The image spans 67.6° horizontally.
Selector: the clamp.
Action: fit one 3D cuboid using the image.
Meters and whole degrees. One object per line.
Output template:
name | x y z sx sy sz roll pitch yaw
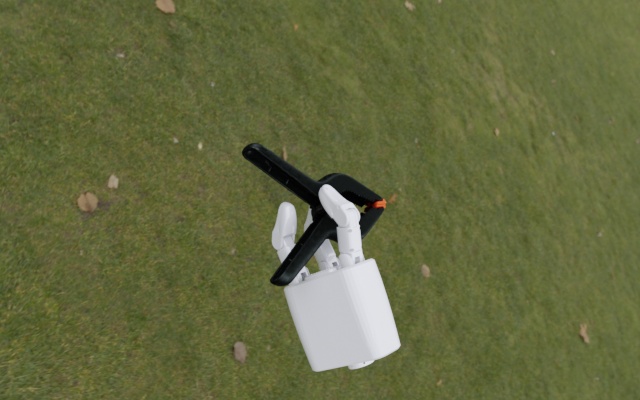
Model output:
clamp | 0.001 0.002 0.588 0.210 0.164 0.036 -11 -10 -44
